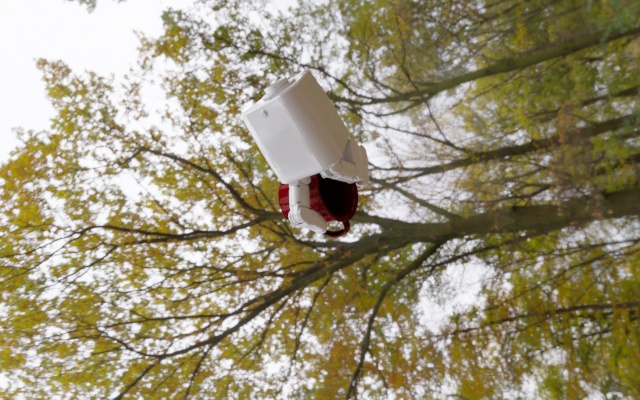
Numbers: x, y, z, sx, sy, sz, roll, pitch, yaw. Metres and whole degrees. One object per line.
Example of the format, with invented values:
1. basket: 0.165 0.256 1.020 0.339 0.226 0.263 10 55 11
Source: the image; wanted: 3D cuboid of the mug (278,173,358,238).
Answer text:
1. mug: 0.001 0.003 0.685 0.081 0.117 0.093 -16 22 38
